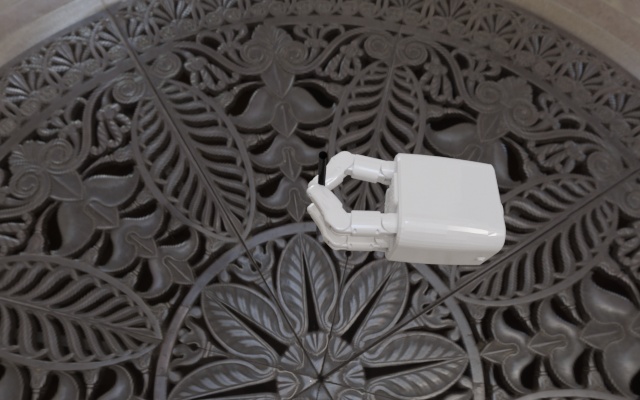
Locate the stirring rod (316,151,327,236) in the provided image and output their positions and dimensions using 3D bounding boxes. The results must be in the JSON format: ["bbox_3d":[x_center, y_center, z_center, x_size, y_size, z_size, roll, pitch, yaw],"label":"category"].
[{"bbox_3d":[0.000,0.002,0.542,0.011,0.011,0.240,0,-21,-1],"label":"stirring rod"}]
